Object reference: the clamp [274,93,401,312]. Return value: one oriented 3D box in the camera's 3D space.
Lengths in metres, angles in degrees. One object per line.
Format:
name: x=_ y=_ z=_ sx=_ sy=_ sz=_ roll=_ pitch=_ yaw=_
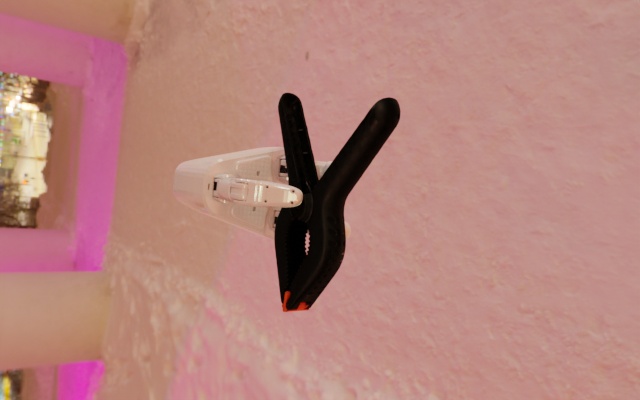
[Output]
clamp: x=-0.001 y=0.002 z=0.428 sx=0.036 sy=0.210 sz=0.164 roll=5 pitch=2 yaw=-35
